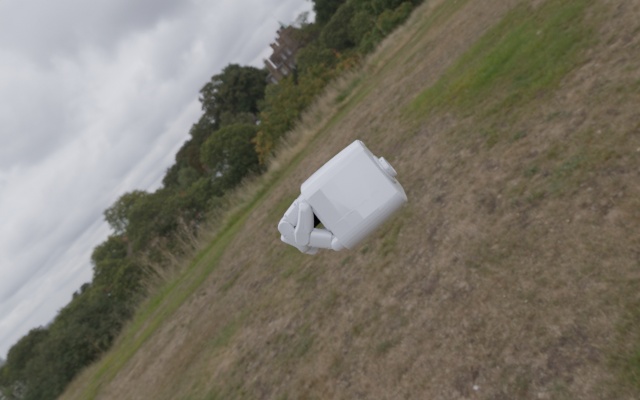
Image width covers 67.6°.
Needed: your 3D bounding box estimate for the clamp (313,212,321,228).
[{"bbox_3d":[0.000,0.002,0.773,0.120,0.039,0.171,-40,12,13],"label":"clamp"}]
